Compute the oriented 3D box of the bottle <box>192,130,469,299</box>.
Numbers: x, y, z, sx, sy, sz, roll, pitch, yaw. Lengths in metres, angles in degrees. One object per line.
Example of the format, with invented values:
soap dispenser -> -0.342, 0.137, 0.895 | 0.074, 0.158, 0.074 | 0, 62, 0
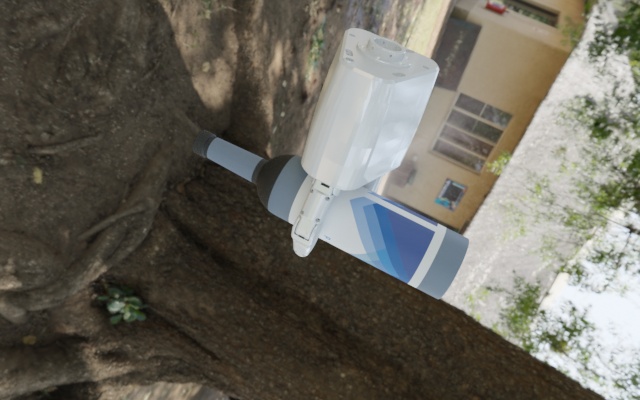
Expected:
bottle -> 0.000, 0.002, 0.489 | 0.295, 0.069, 0.069 | 27, 4, 9
